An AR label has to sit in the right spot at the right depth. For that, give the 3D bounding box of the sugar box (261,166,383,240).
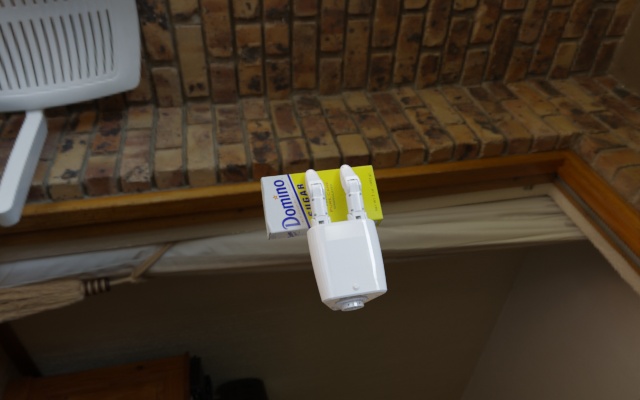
[{"bbox_3d":[0.000,0.002,0.742,0.176,0.093,0.048,-7,-19,-11],"label":"sugar box"}]
